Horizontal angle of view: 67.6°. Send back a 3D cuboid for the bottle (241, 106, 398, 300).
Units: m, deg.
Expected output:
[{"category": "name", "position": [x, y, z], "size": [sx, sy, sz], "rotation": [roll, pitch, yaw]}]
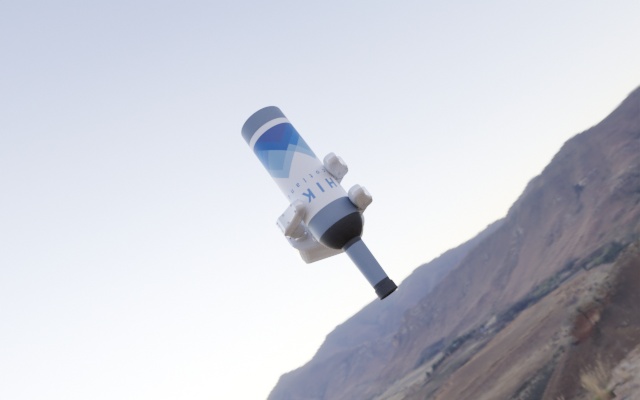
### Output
[{"category": "bottle", "position": [0.000, 0.002, 0.626], "size": [0.069, 0.295, 0.069], "rotation": [-33, -19, -13]}]
